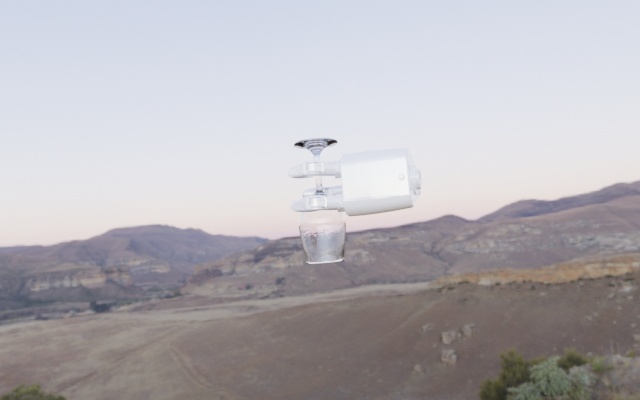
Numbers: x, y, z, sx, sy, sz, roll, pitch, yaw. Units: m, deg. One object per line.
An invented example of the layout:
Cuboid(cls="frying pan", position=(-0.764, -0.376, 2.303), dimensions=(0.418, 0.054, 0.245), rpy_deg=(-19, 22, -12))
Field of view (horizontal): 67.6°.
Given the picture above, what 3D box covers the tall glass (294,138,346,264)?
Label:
Cuboid(cls="tall glass", position=(0.000, 0.002, 0.791), dimensions=(0.079, 0.201, 0.079), rpy_deg=(-4, -6, 0))
